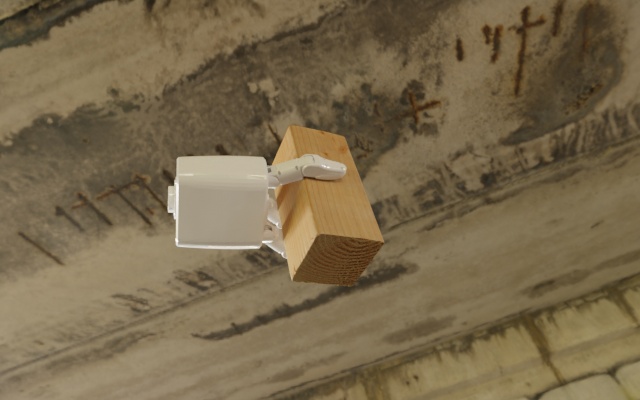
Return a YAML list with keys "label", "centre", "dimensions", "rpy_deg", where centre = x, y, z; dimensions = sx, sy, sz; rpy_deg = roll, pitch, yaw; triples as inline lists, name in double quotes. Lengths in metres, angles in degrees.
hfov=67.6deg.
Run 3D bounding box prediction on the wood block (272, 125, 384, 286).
- label: "wood block"
  centre: [0.000, 0.002, 0.639]
  dimensions: [0.090, 0.206, 0.091]
  rpy_deg: [9, -49, -24]
